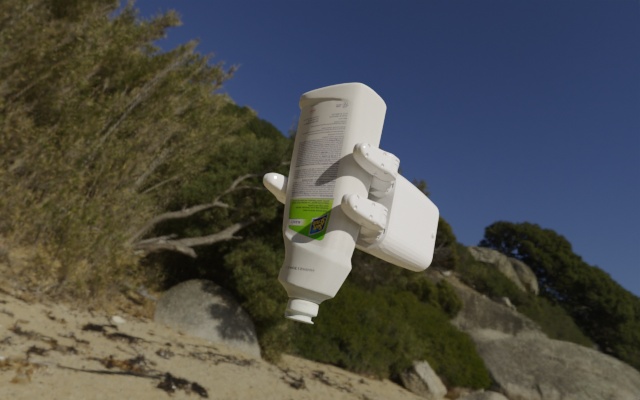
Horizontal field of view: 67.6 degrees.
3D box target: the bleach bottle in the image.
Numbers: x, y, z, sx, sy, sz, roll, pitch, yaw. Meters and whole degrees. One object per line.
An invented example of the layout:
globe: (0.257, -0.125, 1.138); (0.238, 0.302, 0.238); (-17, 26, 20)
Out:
bleach bottle: (0.000, 0.002, 0.510); (0.102, 0.250, 0.068); (-2, -22, 42)
